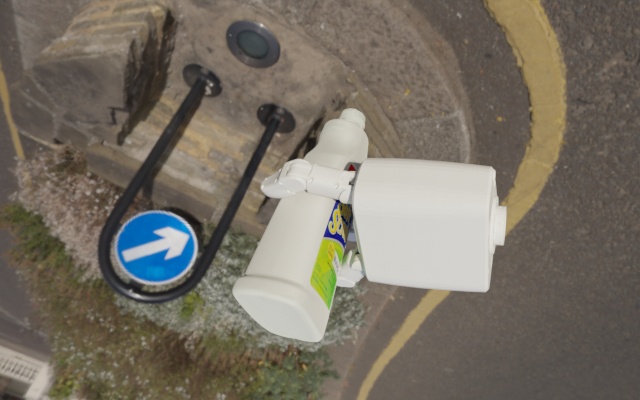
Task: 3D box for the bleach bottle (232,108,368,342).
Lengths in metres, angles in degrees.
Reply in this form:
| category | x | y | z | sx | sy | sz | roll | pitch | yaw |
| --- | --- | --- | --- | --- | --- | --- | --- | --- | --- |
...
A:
| category | x | y | z | sx | sy | sz | roll | pitch | yaw |
| --- | --- | --- | --- | --- | --- | --- | --- | --- | --- |
| bleach bottle | 0.000 | 0.002 | 0.471 | 0.068 | 0.250 | 0.103 | 5 | -34 | 22 |
